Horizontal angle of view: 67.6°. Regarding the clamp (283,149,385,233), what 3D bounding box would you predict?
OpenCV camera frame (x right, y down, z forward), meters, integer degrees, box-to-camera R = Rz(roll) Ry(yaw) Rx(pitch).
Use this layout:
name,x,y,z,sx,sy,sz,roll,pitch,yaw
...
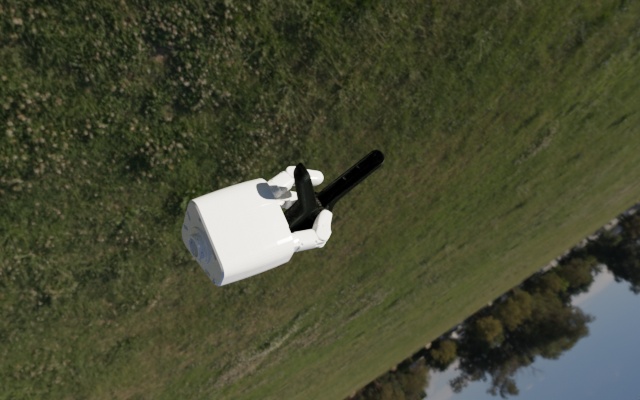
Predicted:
name,x,y,z,sx,sy,sz,roll,pitch,yaw
clamp,0.000,0.003,0.710,0.164,0.036,0.210,-17,-28,-36
